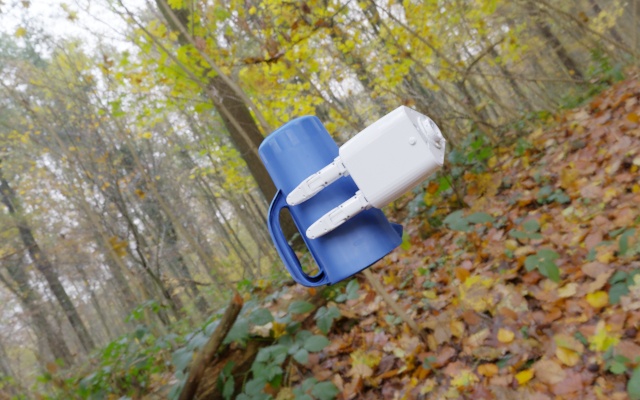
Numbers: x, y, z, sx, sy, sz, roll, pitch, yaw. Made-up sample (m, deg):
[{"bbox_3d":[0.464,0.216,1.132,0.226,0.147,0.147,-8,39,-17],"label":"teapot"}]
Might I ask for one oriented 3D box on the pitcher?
[{"bbox_3d":[0.000,0.002,0.723,0.145,0.243,0.149,-34,-6,28],"label":"pitcher"}]
